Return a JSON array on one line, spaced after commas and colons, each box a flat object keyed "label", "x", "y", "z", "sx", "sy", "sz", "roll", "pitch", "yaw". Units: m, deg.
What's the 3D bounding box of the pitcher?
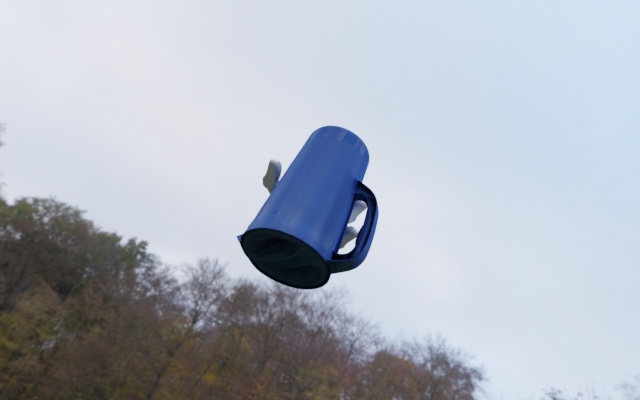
[{"label": "pitcher", "x": 0.000, "y": 0.002, "z": 0.712, "sx": 0.149, "sy": 0.242, "sz": 0.145, "roll": 36, "pitch": -38, "yaw": -13}]
